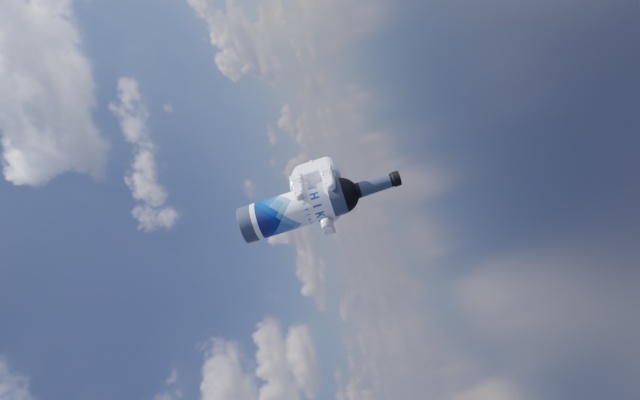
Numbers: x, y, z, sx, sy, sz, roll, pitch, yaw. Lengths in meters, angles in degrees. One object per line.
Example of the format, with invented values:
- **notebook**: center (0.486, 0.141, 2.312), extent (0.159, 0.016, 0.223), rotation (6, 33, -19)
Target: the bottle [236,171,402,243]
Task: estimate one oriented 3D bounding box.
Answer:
- **bottle**: center (0.000, 0.003, 0.855), extent (0.296, 0.069, 0.069), rotation (-17, -1, 3)
